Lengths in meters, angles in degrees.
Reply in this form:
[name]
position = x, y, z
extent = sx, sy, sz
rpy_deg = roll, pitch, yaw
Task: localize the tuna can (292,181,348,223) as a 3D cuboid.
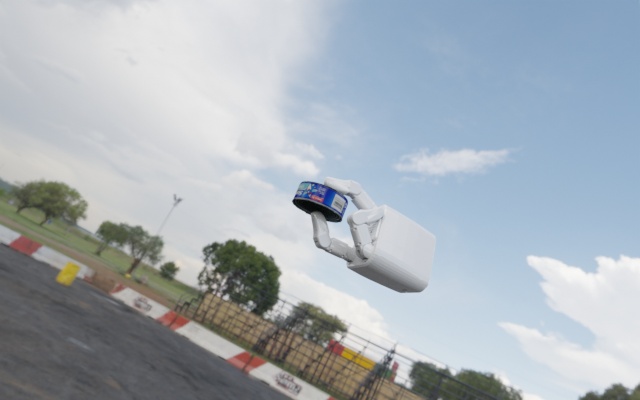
[tuna can]
position = 0.000, 0.002, 0.761
extent = 0.086, 0.033, 0.086
rpy_deg = 20, -16, 6
